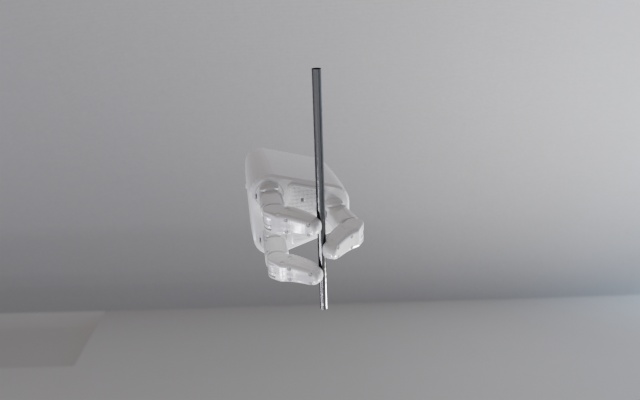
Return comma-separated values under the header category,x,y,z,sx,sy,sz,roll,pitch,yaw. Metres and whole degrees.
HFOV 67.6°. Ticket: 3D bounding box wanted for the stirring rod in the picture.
category,x,y,z,sx,sy,sz,roll,pitch,yaw
stirring rod,0.000,0.001,0.439,0.011,0.240,0.011,-1,26,1
